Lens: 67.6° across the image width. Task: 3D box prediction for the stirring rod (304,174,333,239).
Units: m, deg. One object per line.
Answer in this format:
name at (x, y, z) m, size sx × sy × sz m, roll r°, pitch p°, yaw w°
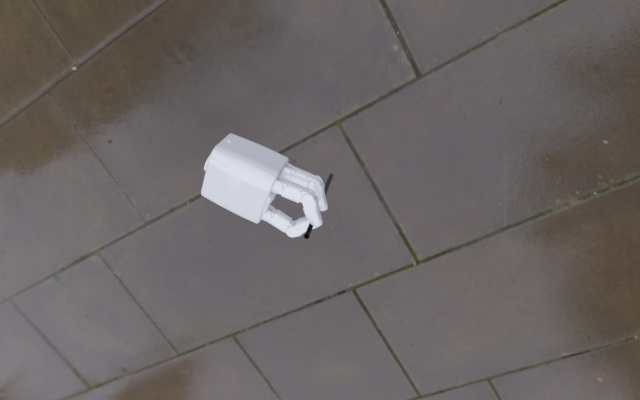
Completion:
stirring rod at (0.000, 0.003, 0.821) m, size 0.011 × 0.011 × 0.239 m, roll 0°, pitch 25°, yaw 11°
